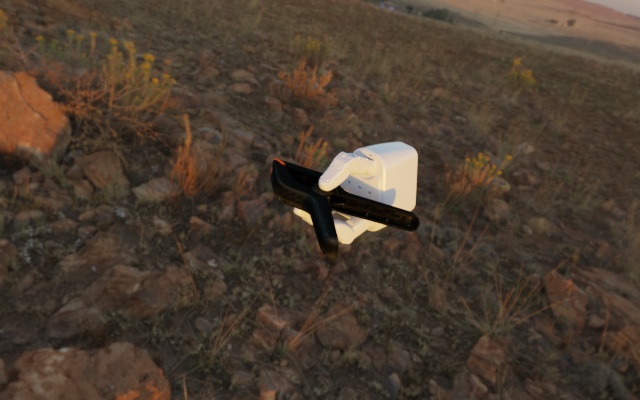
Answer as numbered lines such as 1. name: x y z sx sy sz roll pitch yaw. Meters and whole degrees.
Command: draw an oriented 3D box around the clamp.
1. clamp: 0.000 0.001 0.600 0.210 0.036 0.164 30 28 30
